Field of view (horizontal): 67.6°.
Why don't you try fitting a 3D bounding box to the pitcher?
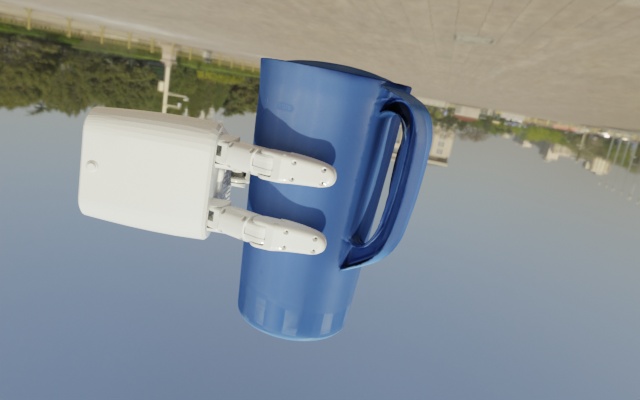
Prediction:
[{"bbox_3d":[0.000,0.001,0.433,0.145,0.243,0.149,10,13,-2],"label":"pitcher"}]
